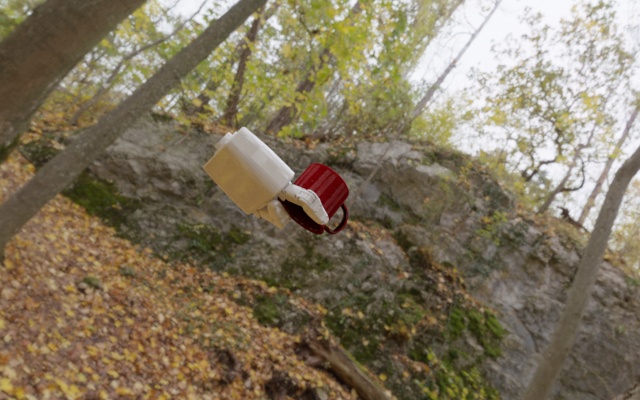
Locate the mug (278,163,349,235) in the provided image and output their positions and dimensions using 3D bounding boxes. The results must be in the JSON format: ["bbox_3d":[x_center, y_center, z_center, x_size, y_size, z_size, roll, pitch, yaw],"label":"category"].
[{"bbox_3d":[0.001,0.003,0.771,0.117,0.081,0.093,45,-21,-14],"label":"mug"}]
